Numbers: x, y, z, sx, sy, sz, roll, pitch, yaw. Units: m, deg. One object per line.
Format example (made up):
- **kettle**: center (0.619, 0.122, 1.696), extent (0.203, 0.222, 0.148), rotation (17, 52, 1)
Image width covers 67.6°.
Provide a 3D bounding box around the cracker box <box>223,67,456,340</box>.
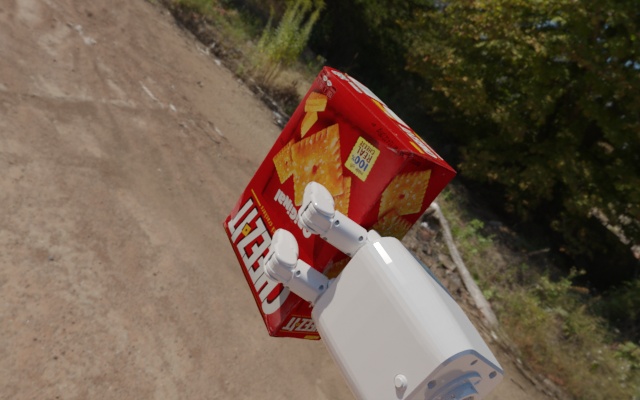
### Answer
- **cracker box**: center (0.000, 0.001, 0.463), extent (0.072, 0.214, 0.164), rotation (18, 27, -40)
